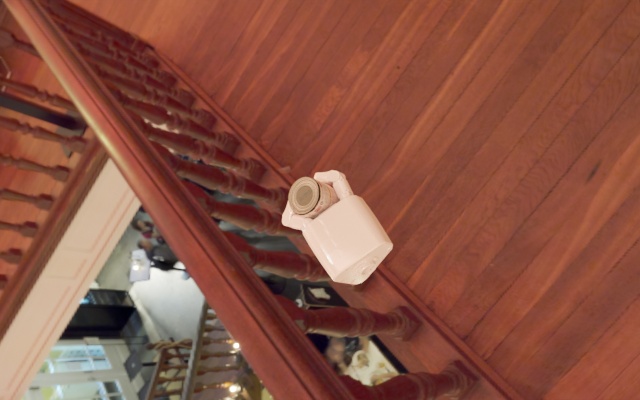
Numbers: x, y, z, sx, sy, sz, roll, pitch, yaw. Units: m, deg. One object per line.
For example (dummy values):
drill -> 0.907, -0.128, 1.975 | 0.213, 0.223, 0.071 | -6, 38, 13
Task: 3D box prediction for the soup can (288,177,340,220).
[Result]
soup can -> 0.000, 0.002, 0.838 | 0.068, 0.068, 0.102 | 0, -12, 36
